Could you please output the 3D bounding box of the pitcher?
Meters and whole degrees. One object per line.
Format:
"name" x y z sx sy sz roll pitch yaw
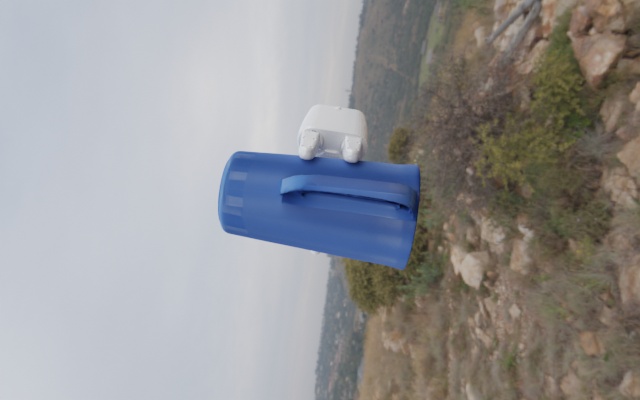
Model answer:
"pitcher" 0.000 0.002 0.600 0.243 0.149 0.145 8 33 2
